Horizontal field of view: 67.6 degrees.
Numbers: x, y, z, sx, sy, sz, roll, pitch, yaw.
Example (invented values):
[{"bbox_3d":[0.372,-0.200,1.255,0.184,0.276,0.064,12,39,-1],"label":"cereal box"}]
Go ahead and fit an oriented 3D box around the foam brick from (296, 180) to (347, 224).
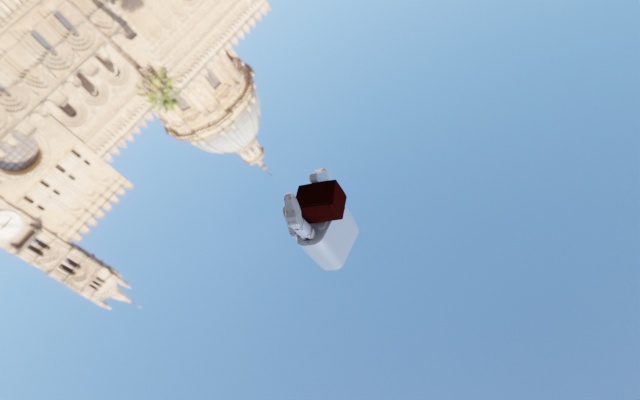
[{"bbox_3d":[0.000,0.003,0.843,0.078,0.053,0.051,-8,-40,27],"label":"foam brick"}]
